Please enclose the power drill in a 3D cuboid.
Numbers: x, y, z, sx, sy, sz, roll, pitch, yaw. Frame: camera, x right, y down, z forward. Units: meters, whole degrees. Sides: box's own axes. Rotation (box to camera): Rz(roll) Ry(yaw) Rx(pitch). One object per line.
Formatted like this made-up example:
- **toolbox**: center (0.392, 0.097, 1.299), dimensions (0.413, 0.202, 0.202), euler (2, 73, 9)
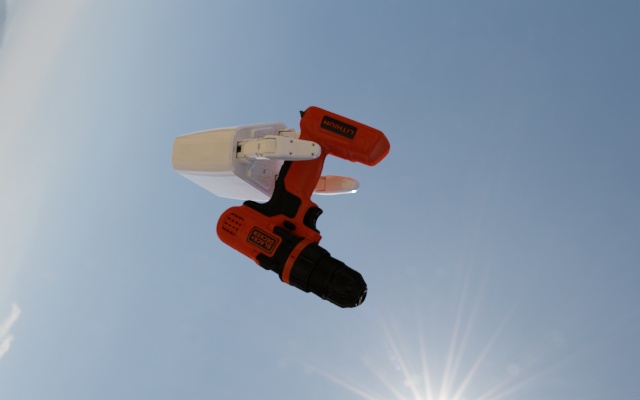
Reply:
- **power drill**: center (0.000, 0.001, 0.516), dimensions (0.184, 0.187, 0.057), euler (26, -12, 21)
